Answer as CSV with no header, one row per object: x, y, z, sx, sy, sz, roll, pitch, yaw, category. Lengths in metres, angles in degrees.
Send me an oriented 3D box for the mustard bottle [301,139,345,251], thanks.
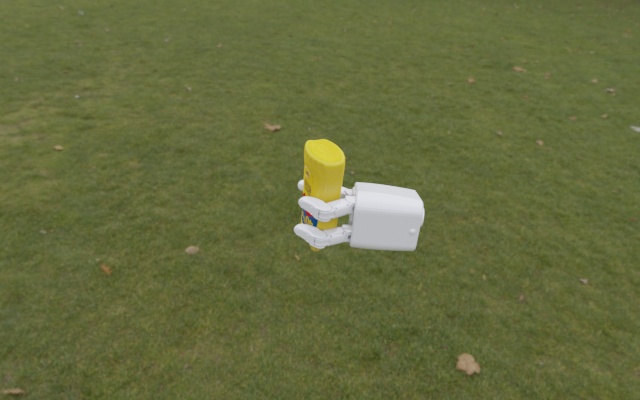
0.000,0.002,0.791,0.058,0.192,0.096,-8,33,-19,mustard bottle
